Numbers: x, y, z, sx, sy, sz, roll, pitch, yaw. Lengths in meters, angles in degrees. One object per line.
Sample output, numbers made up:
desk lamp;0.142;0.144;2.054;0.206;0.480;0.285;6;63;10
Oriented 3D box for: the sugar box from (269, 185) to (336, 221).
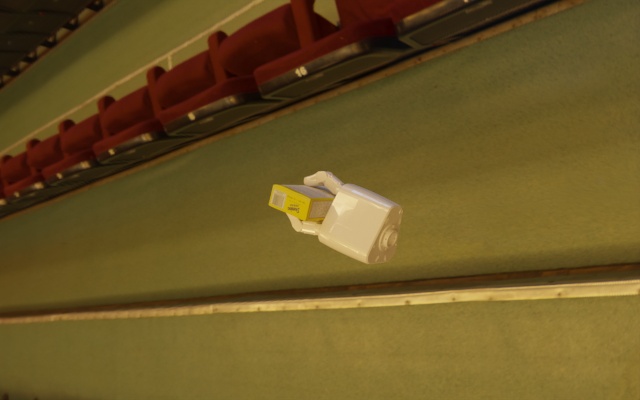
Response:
sugar box;0.000;0.003;0.878;0.093;0.048;0.176;23;12;37
